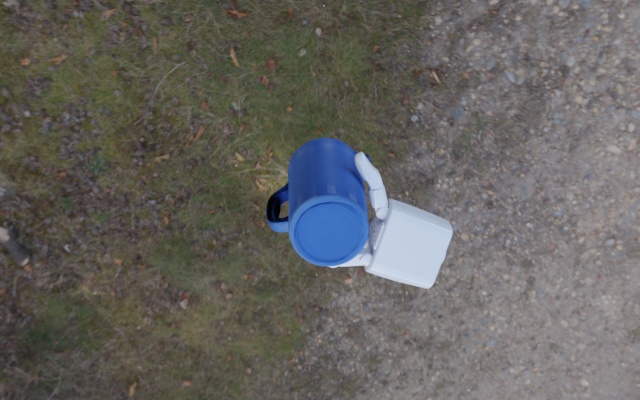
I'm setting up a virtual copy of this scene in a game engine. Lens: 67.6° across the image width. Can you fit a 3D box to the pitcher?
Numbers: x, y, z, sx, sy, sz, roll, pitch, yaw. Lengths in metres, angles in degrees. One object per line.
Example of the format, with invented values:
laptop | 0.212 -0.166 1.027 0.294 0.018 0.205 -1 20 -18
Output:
pitcher | 0.000 0.002 0.739 0.145 0.149 0.242 21 21 -9
